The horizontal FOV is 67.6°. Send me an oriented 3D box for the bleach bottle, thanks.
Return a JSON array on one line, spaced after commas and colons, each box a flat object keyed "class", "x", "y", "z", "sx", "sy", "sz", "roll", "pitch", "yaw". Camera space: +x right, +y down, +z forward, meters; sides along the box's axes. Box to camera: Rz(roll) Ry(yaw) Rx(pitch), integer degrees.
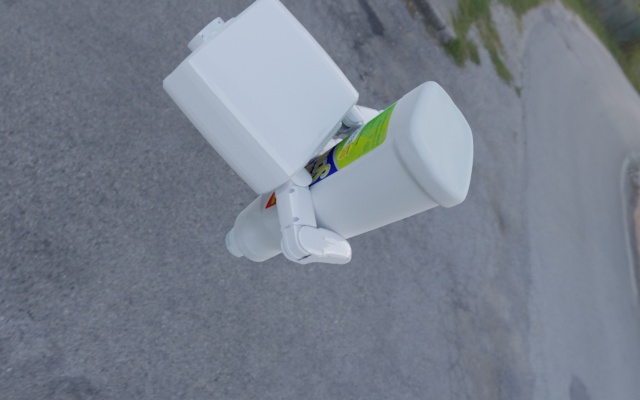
[{"class": "bleach bottle", "x": 0.000, "y": 0.001, "z": 0.402, "sx": 0.251, "sy": 0.068, "sz": 0.102, "roll": -28, "pitch": 23, "yaw": 37}]
